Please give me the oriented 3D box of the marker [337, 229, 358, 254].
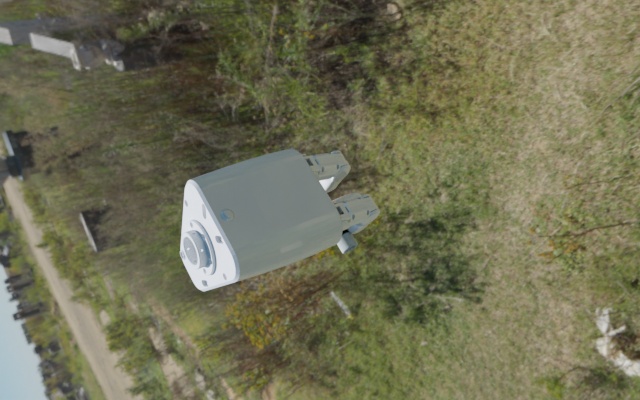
[{"bbox_3d":[0.000,0.002,0.510,0.020,0.121,0.020,-29,-17,-10],"label":"marker"}]
